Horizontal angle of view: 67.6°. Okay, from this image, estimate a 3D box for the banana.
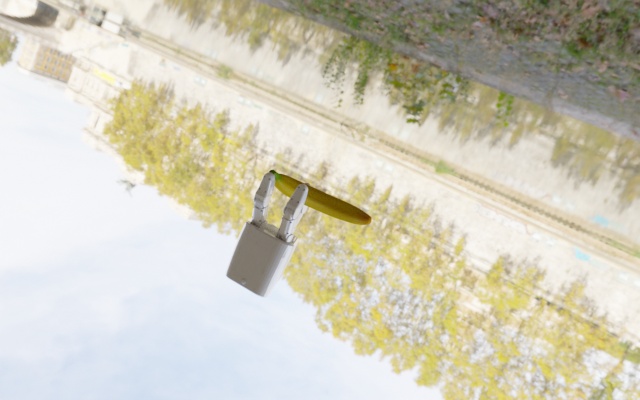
[{"bbox_3d":[-0.005,0.000,0.848,0.198,0.037,0.069,24,2,-7],"label":"banana"}]
